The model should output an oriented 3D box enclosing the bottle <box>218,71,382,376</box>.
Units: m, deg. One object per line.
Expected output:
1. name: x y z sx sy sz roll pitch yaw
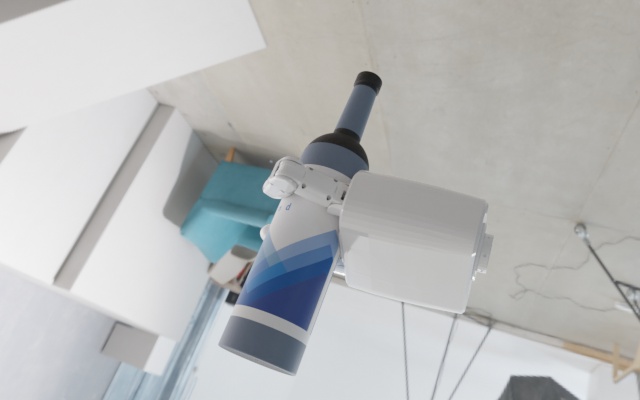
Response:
1. bottle: 0.000 0.002 0.434 0.069 0.295 0.069 19 -23 8
